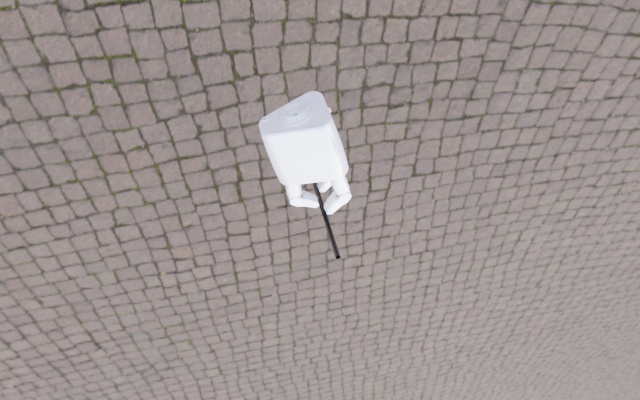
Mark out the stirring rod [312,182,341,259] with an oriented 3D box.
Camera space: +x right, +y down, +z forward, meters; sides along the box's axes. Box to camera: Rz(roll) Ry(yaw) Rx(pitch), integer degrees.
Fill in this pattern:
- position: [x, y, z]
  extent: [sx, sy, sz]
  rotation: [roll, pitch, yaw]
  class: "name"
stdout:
- position: [0.000, 0.003, 0.812]
  extent: [0.011, 0.239, 0.011]
  rotation: [-9, -43, -9]
  class: "stirring rod"
